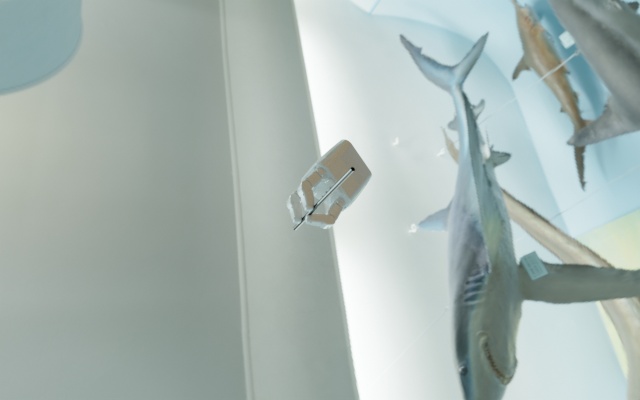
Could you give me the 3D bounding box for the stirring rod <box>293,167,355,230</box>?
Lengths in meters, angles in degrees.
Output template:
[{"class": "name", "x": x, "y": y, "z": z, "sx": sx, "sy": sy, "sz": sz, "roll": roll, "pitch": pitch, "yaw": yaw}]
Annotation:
[{"class": "stirring rod", "x": 0.000, "y": 0.003, "z": 0.872, "sx": 0.011, "sy": 0.011, "sz": 0.240, "roll": 0, "pitch": -27, "yaw": -29}]
